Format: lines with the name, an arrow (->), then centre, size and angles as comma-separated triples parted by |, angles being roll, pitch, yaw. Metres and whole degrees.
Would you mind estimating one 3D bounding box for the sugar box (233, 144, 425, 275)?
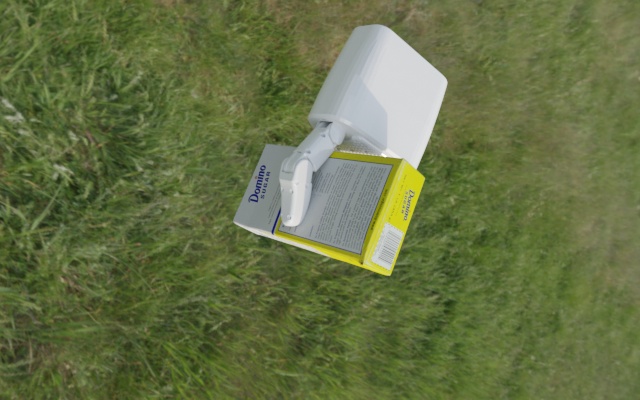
sugar box -> 0.001, 0.002, 0.447 | 0.176, 0.093, 0.048 | 12, -14, 46
